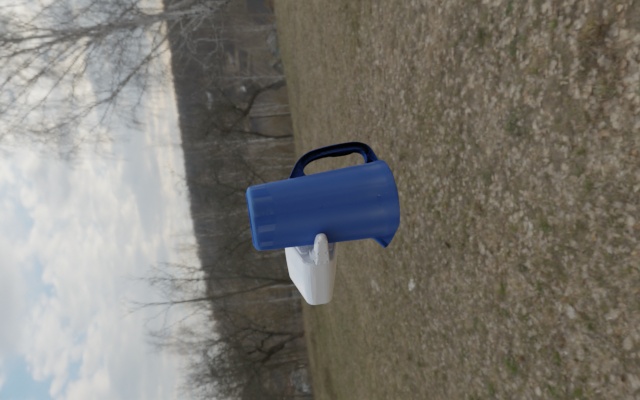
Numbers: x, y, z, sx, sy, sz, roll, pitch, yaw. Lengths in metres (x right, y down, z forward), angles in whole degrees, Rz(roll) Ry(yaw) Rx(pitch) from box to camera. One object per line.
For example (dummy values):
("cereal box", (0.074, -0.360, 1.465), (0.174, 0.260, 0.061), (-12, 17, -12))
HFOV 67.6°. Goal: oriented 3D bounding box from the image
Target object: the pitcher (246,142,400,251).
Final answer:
("pitcher", (0.000, 0.003, 0.804), (0.243, 0.145, 0.149), (-8, 36, -9))
